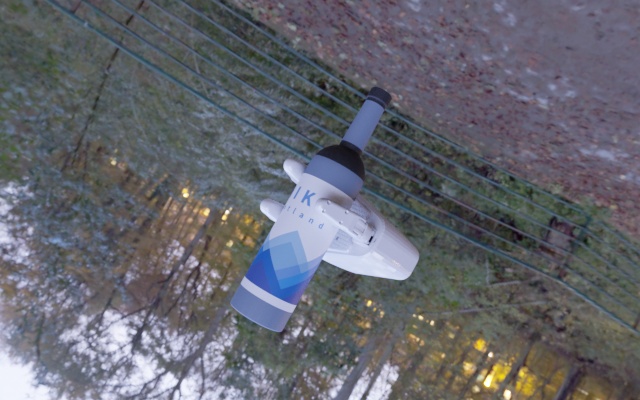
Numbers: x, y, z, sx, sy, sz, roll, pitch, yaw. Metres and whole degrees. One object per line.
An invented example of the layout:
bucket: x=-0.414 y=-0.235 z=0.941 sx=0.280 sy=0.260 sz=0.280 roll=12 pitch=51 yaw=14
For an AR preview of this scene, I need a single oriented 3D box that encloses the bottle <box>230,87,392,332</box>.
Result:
bottle: x=0.000 y=0.002 z=0.546 sx=0.069 sy=0.295 sz=0.069 roll=29 pitch=-5 yaw=3
